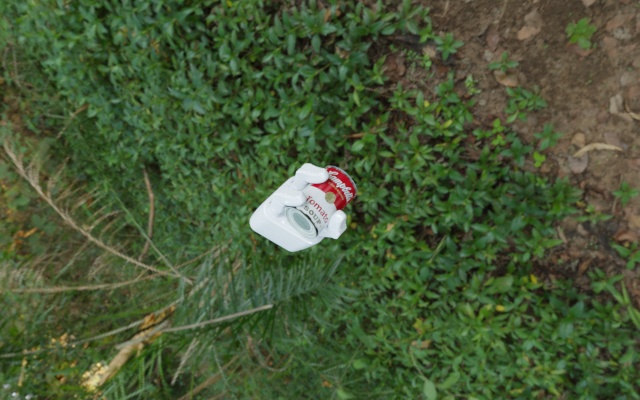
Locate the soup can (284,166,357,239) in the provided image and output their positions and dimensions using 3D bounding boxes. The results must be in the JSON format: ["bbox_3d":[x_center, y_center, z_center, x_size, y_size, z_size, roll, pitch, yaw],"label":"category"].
[{"bbox_3d":[0.000,0.003,0.749,0.102,0.068,0.068,-45,25,-27],"label":"soup can"}]
